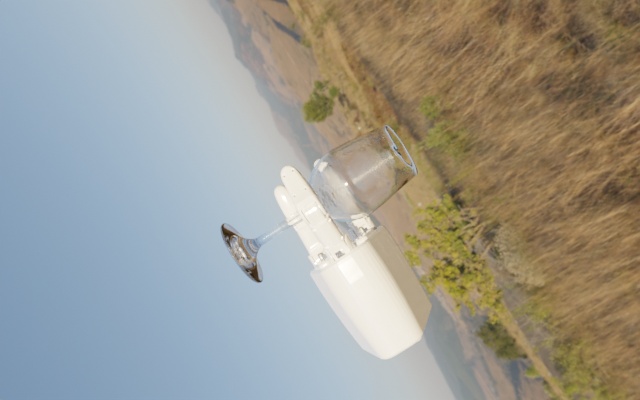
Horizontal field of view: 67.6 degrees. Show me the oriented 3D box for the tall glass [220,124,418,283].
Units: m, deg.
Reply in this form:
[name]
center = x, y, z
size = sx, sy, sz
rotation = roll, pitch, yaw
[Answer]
[tall glass]
center = -0.001, 0.002, 0.497
size = 0.201, 0.079, 0.079
rotation = -33, -3, 4
